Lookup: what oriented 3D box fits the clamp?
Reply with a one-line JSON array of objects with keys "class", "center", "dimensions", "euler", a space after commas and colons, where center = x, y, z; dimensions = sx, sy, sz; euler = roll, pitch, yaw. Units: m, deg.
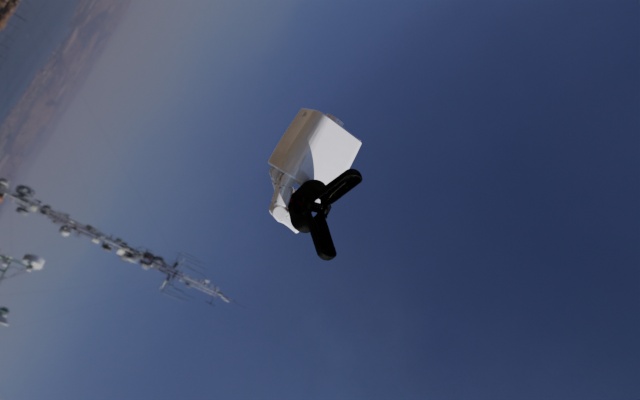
[{"class": "clamp", "center": [0.000, 0.002, 0.663], "dimensions": [0.039, 0.120, 0.171], "euler": [27, 3, -28]}]
